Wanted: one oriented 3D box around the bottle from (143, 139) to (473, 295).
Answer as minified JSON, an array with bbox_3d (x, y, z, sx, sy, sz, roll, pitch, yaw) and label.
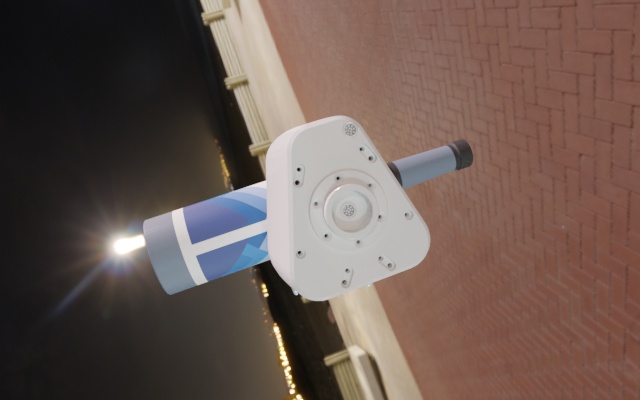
[{"bbox_3d":[0.000,0.001,0.427,0.295,0.069,0.069,-19,3,-10],"label":"bottle"}]
